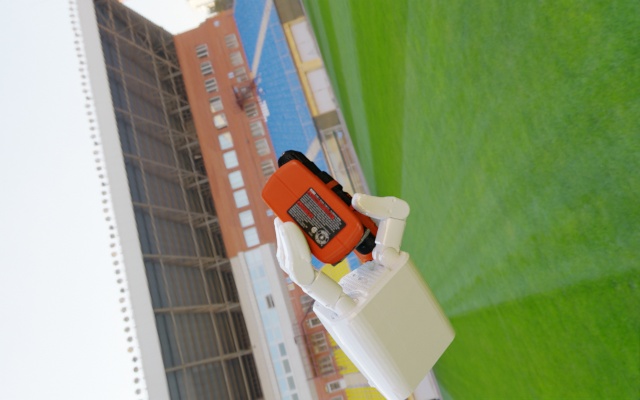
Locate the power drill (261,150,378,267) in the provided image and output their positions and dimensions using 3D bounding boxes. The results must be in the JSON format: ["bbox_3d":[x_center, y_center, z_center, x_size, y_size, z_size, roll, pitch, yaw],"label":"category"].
[{"bbox_3d":[0.000,0.002,0.541,0.184,0.057,0.187,44,9,10],"label":"power drill"}]
